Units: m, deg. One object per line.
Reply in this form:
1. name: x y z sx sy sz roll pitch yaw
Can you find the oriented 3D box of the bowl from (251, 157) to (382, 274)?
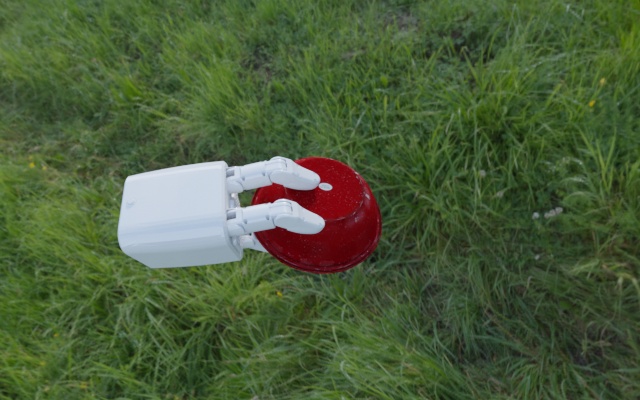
1. bowl: 0.001 0.001 0.556 0.162 0.162 0.055 0 -37 -12
